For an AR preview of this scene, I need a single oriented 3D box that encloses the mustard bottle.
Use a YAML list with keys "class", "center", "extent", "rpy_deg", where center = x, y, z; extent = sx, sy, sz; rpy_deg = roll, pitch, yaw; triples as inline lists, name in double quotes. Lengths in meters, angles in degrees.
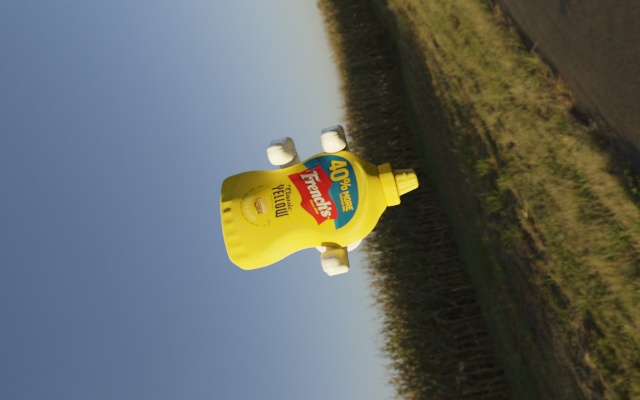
- class: "mustard bottle"
  center: [0.000, 0.002, 0.472]
  extent: [0.191, 0.096, 0.058]
  rpy_deg: [-14, -25, 8]
